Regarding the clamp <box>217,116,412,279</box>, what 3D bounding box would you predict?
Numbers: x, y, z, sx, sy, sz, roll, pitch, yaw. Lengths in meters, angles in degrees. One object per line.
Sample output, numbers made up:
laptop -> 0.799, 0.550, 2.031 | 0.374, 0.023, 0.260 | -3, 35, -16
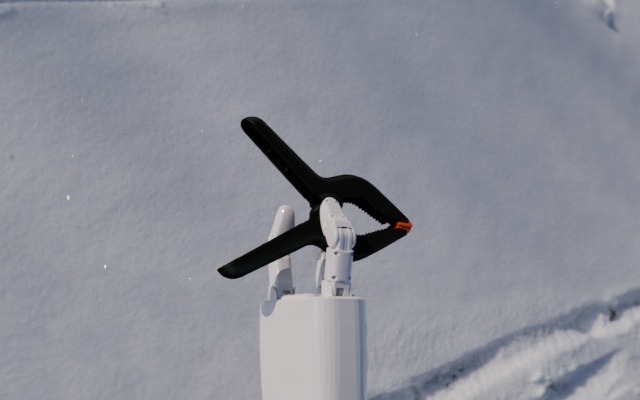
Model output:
clamp -> 0.001, 0.002, 0.499 | 0.210, 0.164, 0.036 | 6, -15, -24
